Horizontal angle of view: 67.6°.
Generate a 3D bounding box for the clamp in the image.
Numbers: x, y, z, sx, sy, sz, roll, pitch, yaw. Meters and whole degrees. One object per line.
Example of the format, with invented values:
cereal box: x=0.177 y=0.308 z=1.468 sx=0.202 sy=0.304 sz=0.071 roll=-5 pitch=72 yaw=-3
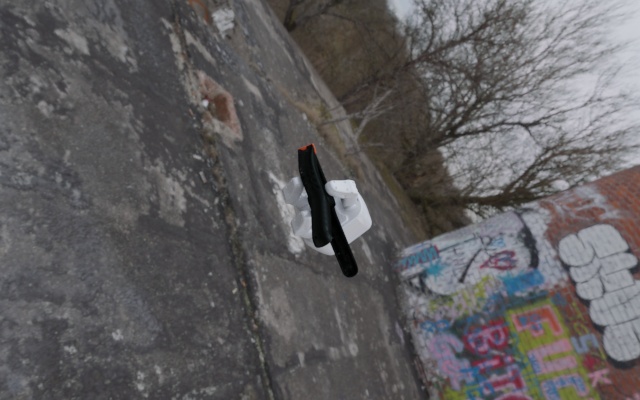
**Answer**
clamp: x=0.001 y=0.002 z=0.700 sx=0.036 sy=0.210 sz=0.165 roll=-21 pitch=-21 yaw=8
